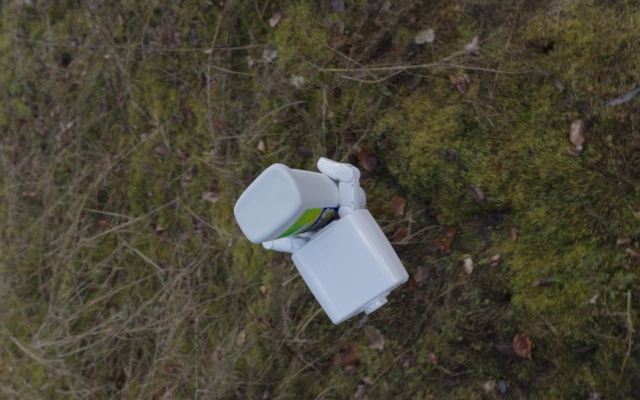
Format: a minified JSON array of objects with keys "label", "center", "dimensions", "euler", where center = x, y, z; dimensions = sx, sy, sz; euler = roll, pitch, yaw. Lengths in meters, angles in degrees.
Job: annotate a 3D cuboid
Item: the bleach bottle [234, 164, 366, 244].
[{"label":"bleach bottle","center":[0.000,0.002,0.658],"dimensions":[0.102,0.068,0.251],"euler":[-41,-19,26]}]
